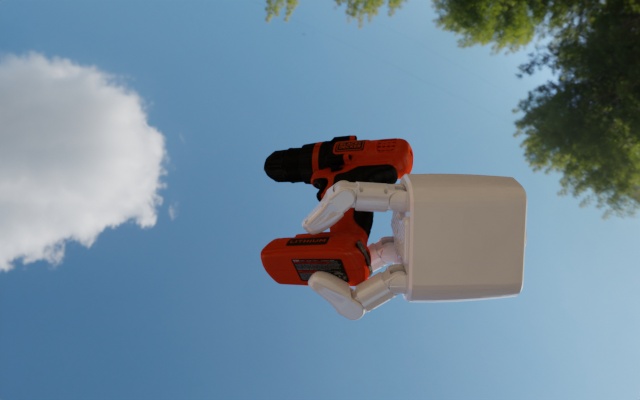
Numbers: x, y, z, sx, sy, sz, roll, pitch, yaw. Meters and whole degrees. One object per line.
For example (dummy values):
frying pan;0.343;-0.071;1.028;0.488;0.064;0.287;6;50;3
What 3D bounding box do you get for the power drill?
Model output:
power drill;0.000;0.002;0.520;0.184;0.187;0.057;-4;-45;23
